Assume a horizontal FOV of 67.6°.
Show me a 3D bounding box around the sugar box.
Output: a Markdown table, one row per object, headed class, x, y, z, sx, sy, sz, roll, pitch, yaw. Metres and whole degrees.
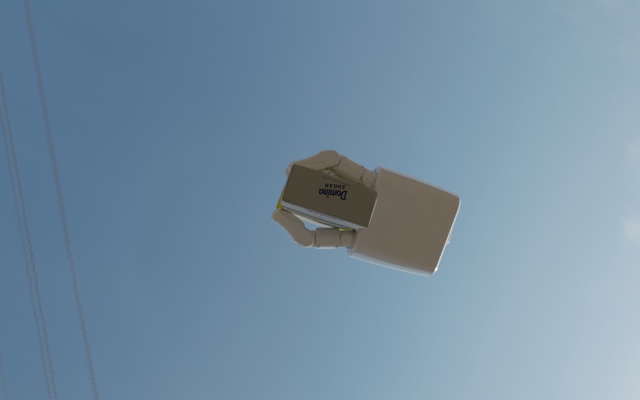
| class | x | y | z | sx | sy | sz | roll | pitch | yaw |
| --- | --- | --- | --- | --- | --- | --- | --- | --- | --- |
| sugar box | 0.000 | 0.001 | 0.555 | 0.093 | 0.048 | 0.176 | 18 | -9 | -6 |
